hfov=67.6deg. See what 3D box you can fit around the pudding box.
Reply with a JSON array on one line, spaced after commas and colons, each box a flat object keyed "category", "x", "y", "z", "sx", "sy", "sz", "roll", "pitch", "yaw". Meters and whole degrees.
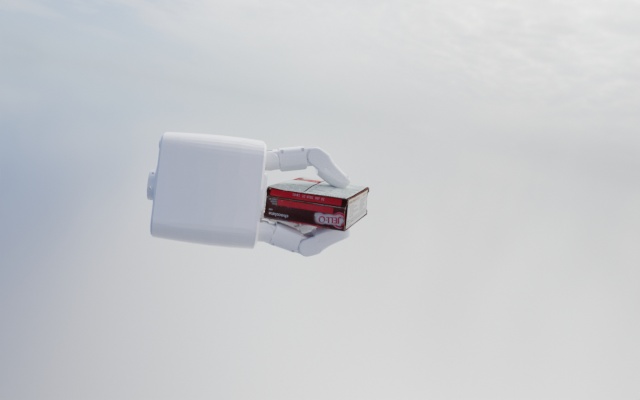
[{"category": "pudding box", "x": 0.000, "y": 0.002, "z": 0.532, "sx": 0.090, "sy": 0.039, "sz": 0.113, "roll": 10, "pitch": 12, "yaw": 16}]
